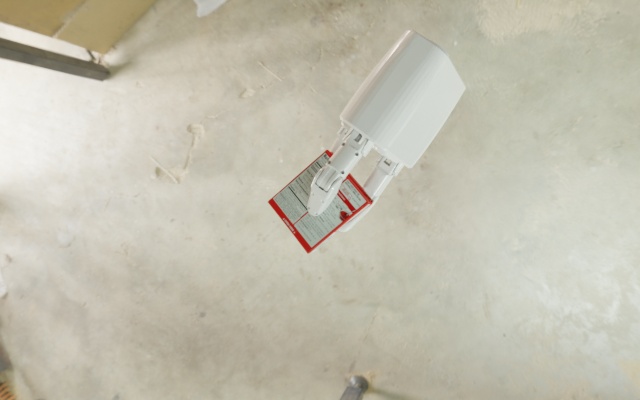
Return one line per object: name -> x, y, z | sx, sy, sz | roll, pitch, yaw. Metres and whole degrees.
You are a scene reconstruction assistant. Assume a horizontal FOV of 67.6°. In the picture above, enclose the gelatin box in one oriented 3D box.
gelatin box -> 0.000, 0.002, 0.514 | 0.089, 0.073, 0.030 | -41, -10, 8
